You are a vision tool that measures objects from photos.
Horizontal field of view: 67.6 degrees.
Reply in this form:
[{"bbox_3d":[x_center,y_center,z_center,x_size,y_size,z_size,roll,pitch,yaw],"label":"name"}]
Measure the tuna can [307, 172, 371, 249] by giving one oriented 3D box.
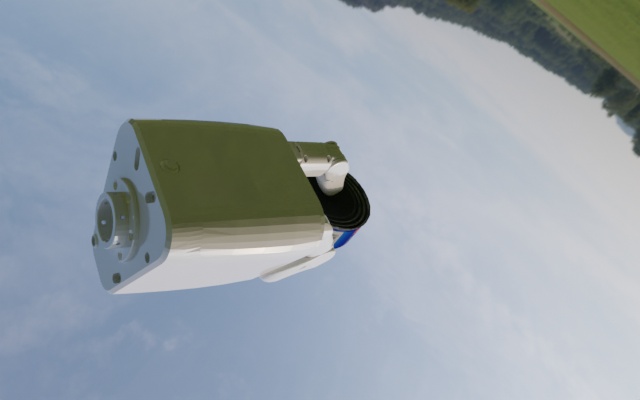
[{"bbox_3d":[0.000,0.002,0.429,0.086,0.086,0.034,0,-40,-39],"label":"tuna can"}]
